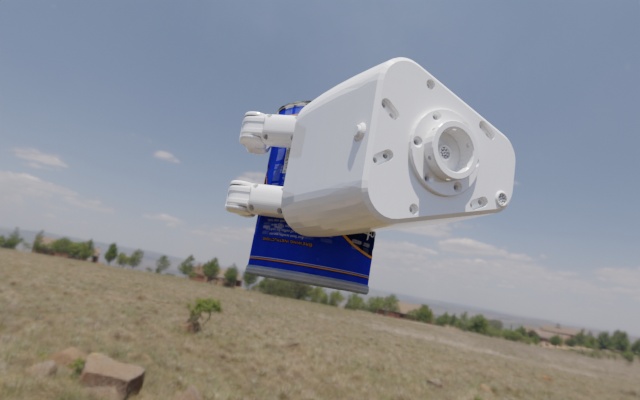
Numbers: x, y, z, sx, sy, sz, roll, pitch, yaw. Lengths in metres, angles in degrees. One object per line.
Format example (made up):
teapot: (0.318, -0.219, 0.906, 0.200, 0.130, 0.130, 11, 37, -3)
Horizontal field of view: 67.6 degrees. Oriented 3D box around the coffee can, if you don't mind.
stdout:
coffee can: (0.000, 0.002, 0.405, 0.103, 0.140, 0.103, 9, -10, 2)
